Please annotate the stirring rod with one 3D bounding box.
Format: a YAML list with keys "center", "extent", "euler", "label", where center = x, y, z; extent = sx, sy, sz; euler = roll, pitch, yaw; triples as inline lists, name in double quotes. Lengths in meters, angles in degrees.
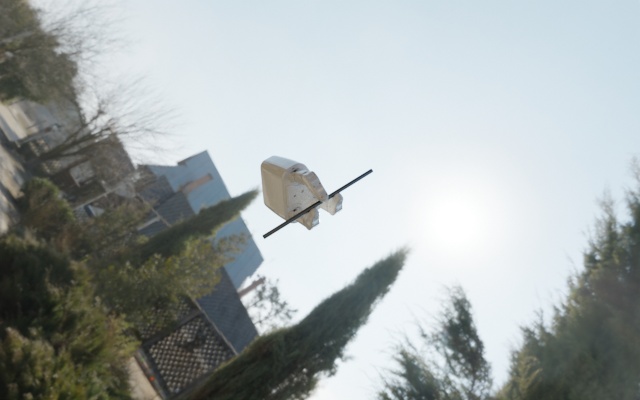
- center: [0.000, 0.003, 0.840]
  extent: [0.239, 0.011, 0.011]
  euler: [-32, 13, -22]
  label: "stirring rod"
